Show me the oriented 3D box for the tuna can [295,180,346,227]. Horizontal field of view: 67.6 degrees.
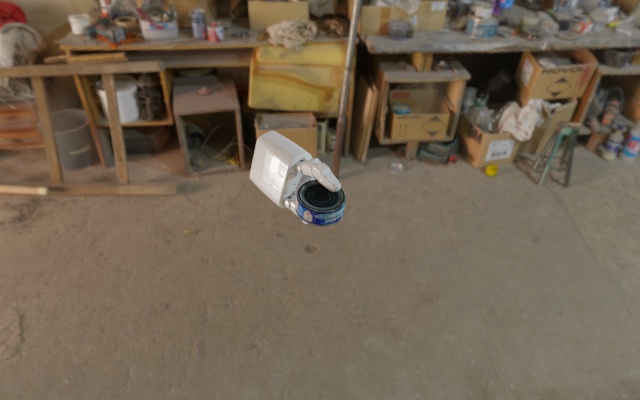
[{"bbox_3d":[0.000,0.002,0.817,0.086,0.034,0.086,4,42,-4],"label":"tuna can"}]
